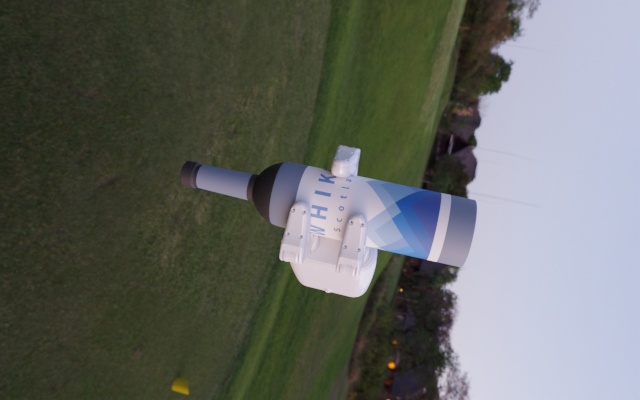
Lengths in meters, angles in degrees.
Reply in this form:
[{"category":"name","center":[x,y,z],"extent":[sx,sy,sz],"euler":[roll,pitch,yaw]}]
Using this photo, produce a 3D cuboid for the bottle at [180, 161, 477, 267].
[{"category":"bottle","center":[0.000,0.002,0.482],"extent":[0.295,0.069,0.069],"euler":[12,2,9]}]
